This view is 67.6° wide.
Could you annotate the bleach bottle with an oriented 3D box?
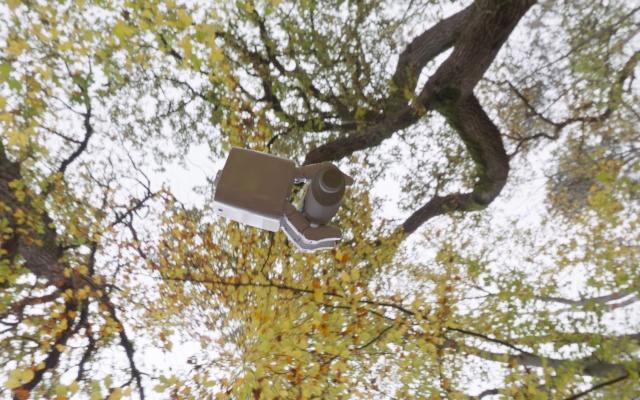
[{"bbox_3d":[0.000,0.003,0.766,0.068,0.102,0.251,16,-20,-3],"label":"bleach bottle"}]
